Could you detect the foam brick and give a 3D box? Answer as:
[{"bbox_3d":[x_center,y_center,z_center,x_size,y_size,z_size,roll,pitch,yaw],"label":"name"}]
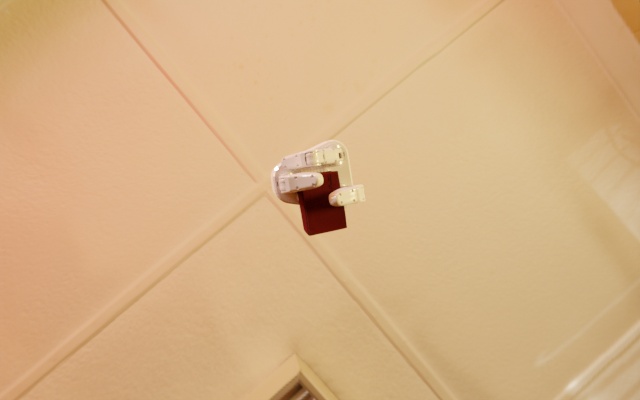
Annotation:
[{"bbox_3d":[0.000,0.002,0.633,0.053,0.078,0.051,-9,4,-9],"label":"foam brick"}]
